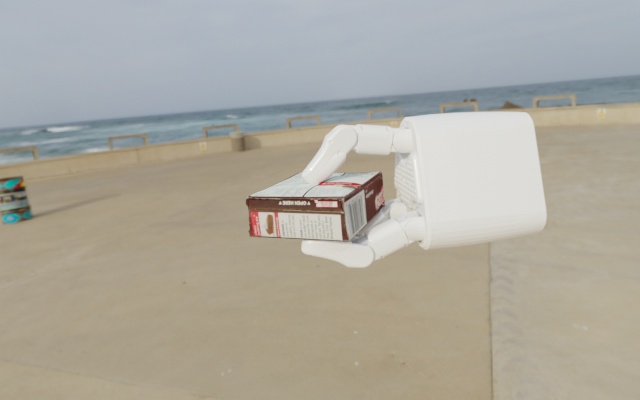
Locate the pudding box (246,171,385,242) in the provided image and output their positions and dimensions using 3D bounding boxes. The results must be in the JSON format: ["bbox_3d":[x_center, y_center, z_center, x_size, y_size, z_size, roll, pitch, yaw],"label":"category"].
[{"bbox_3d":[0.000,0.001,0.426,0.090,0.039,0.113,0,12,23],"label":"pudding box"}]
